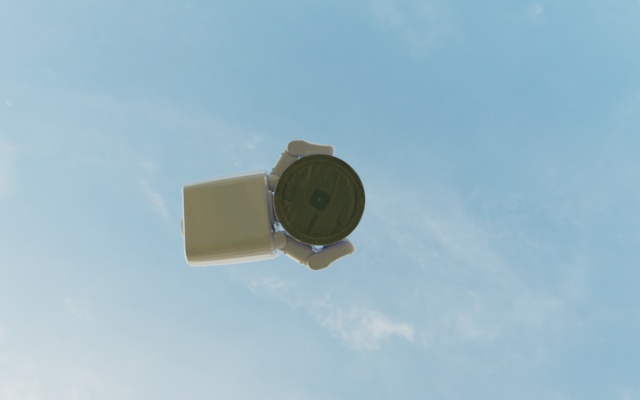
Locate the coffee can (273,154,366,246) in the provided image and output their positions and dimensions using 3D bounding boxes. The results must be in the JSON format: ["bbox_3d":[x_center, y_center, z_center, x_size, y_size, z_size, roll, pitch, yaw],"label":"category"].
[{"bbox_3d":[0.000,0.002,0.598,0.103,0.103,0.140,0,-2,1],"label":"coffee can"}]
